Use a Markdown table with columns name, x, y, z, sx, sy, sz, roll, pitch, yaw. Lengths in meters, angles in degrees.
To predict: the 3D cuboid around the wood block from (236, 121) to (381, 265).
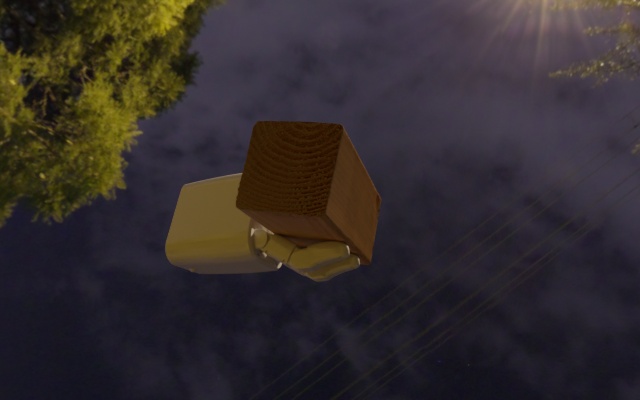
| name | x | y | z | sx | sy | sz | roll | pitch | yaw |
| --- | --- | --- | --- | --- | --- | --- | --- | --- | --- |
| wood block | 0.000 | 0.001 | 0.521 | 0.090 | 0.090 | 0.206 | 5 | -17 | 19 |
